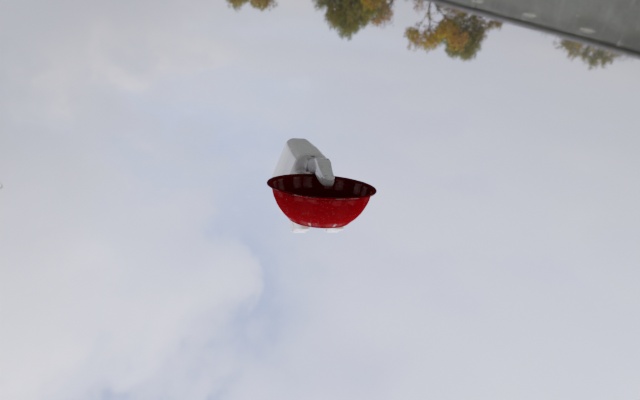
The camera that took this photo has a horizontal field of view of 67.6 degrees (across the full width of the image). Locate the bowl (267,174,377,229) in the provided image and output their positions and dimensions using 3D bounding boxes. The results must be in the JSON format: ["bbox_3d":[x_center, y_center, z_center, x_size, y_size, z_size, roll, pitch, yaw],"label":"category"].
[{"bbox_3d":[0.000,0.003,0.705,0.162,0.055,0.162,4,13,-1],"label":"bowl"}]
